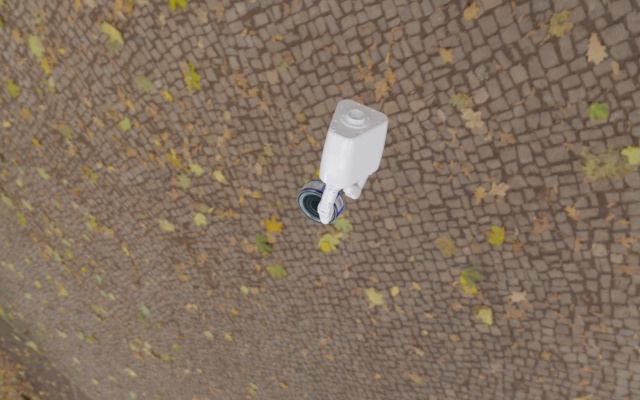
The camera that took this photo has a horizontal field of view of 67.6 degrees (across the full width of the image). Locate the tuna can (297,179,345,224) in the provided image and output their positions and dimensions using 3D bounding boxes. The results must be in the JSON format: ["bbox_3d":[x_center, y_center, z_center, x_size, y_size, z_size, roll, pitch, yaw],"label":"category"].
[{"bbox_3d":[0.000,0.003,0.897,0.086,0.086,0.033,0,39,36],"label":"tuna can"}]
